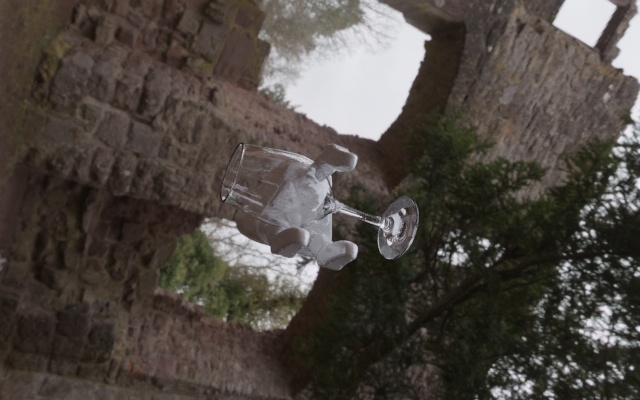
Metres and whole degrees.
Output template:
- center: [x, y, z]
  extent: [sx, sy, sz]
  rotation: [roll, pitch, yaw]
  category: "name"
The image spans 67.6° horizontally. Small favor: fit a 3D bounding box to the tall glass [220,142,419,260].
- center: [0.001, 0.002, 0.504]
  extent: [0.201, 0.079, 0.079]
  rotation: [19, -7, -22]
  category: "tall glass"
